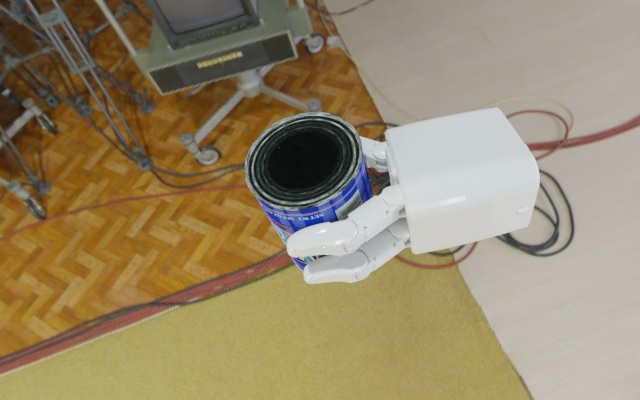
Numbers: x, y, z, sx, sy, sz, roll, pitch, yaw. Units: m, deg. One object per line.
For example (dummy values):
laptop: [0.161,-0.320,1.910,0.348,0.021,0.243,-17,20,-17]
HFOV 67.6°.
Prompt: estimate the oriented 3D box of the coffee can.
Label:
coffee can: [0.000,0.002,0.455,0.103,0.102,0.140,0,-33,15]
